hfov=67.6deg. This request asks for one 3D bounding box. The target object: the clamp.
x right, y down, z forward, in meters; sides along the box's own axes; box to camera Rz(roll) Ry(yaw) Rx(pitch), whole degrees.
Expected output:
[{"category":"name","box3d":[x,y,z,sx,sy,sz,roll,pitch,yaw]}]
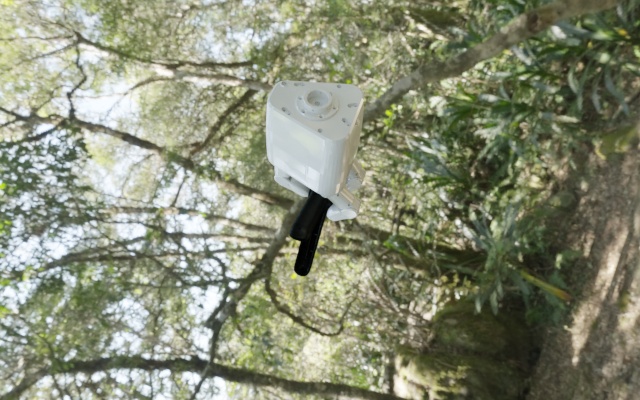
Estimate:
[{"category":"clamp","box3d":[0.000,0.001,0.689,0.036,0.210,0.165,18,-31,6]}]
